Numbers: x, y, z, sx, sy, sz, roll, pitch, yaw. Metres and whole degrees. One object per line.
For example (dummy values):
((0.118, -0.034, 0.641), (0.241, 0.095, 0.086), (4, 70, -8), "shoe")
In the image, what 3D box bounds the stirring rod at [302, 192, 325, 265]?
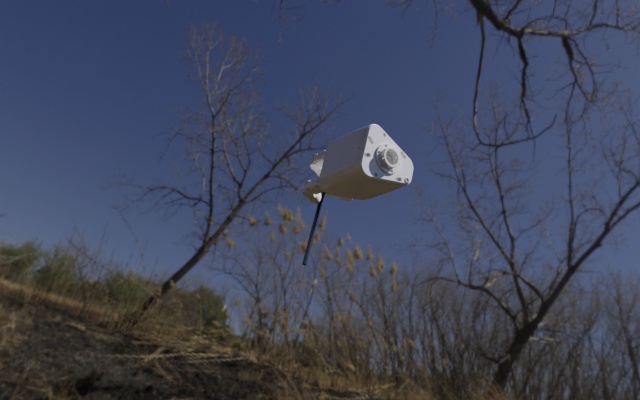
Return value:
((0.000, 0.003, 0.866), (0.011, 0.239, 0.011), (12, -23, 5), "stirring rod")
